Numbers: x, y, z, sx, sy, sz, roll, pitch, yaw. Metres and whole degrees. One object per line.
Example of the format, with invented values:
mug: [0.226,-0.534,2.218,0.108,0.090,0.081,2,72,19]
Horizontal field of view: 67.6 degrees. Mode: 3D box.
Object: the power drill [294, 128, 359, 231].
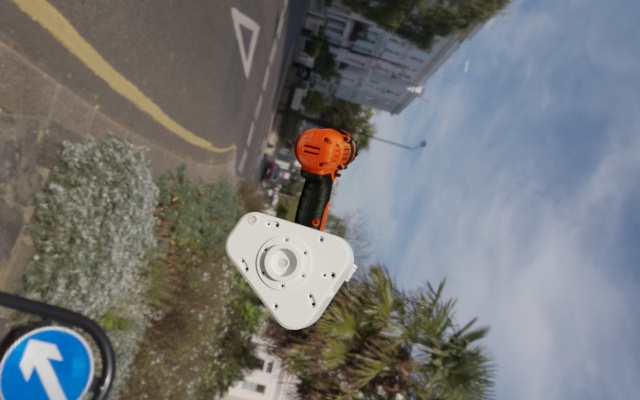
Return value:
power drill: [0.000,0.002,0.600,0.057,0.188,0.184,12,9,15]
